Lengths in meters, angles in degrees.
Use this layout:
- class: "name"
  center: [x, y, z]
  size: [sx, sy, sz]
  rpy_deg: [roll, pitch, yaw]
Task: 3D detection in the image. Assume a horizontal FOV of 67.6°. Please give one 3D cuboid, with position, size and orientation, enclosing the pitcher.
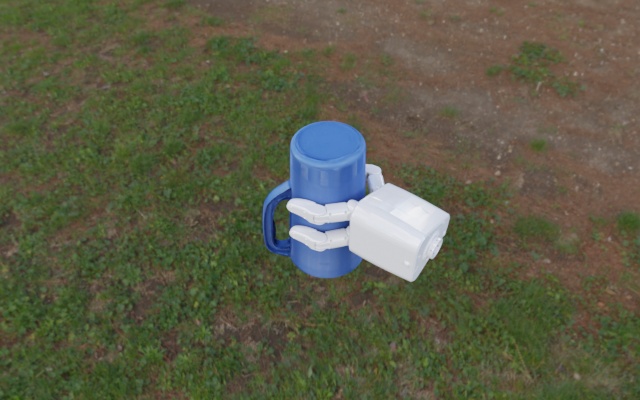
- class: "pitcher"
  center: [0.000, 0.003, 0.754]
  size: [0.145, 0.243, 0.149]
  rpy_deg: [28, 51, 26]
